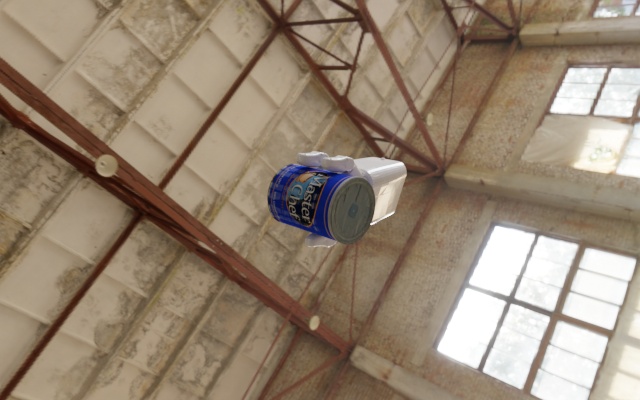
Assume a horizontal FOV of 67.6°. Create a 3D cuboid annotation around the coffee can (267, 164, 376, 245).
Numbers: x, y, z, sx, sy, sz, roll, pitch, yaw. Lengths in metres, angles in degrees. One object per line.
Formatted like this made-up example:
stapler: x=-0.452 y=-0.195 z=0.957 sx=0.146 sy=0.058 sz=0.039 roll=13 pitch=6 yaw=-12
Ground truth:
coffee can: x=0.000 y=0.003 z=0.751 sx=0.140 sy=0.103 sz=0.103 roll=15 pitch=10 yaw=42
